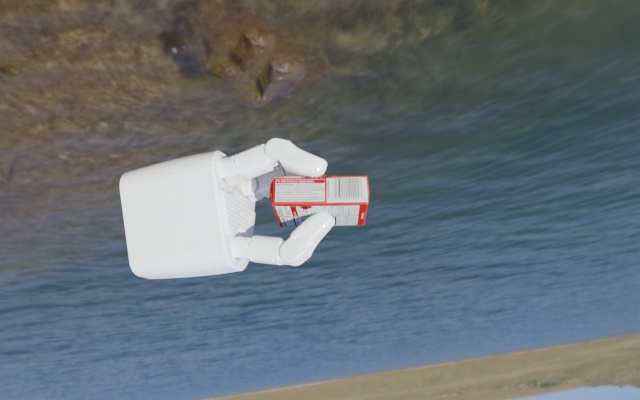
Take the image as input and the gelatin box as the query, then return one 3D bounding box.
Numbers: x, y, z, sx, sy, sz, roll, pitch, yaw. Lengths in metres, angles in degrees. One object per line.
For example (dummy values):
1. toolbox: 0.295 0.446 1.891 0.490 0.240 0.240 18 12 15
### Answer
1. gelatin box: 0.000 0.002 0.457 0.089 0.030 0.073 -1 -19 2
